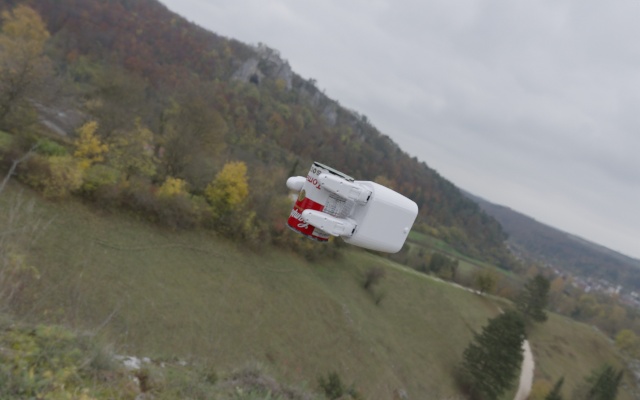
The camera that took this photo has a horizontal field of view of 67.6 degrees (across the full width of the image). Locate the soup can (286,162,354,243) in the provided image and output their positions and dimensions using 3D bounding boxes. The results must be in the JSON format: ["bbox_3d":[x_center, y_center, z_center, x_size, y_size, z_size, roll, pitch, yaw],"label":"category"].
[{"bbox_3d":[0.000,0.002,0.707,0.068,0.102,0.068,24,7,-3],"label":"soup can"}]
